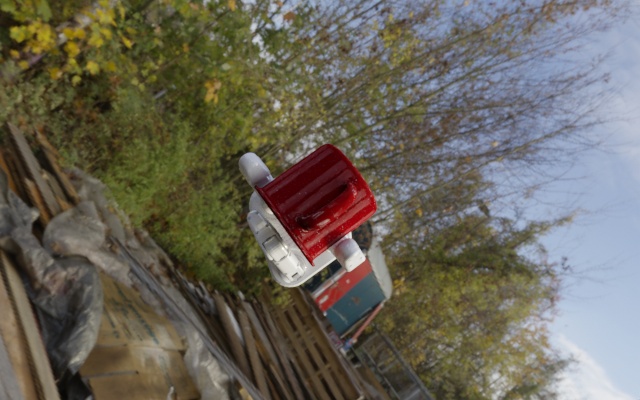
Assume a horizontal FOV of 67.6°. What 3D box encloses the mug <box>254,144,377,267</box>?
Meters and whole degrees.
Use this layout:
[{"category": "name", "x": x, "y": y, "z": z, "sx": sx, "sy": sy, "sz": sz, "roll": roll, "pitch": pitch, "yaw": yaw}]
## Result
[{"category": "mug", "x": 0.000, "y": 0.001, "z": 0.434, "sx": 0.081, "sy": 0.093, "sz": 0.117, "roll": -36, "pitch": 8, "yaw": -6}]
